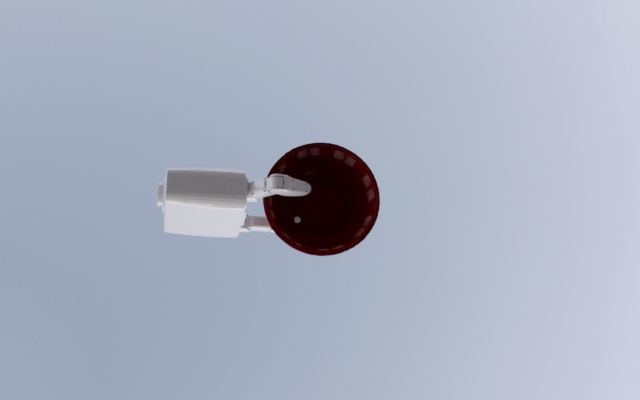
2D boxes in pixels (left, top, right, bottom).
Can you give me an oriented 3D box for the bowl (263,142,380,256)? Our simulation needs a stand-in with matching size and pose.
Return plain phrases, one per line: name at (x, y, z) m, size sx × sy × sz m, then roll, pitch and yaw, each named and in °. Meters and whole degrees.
bowl at (0.001, 0.003, 0.677) m, size 0.162 × 0.162 × 0.055 m, roll 0°, pitch -15°, yaw -4°
